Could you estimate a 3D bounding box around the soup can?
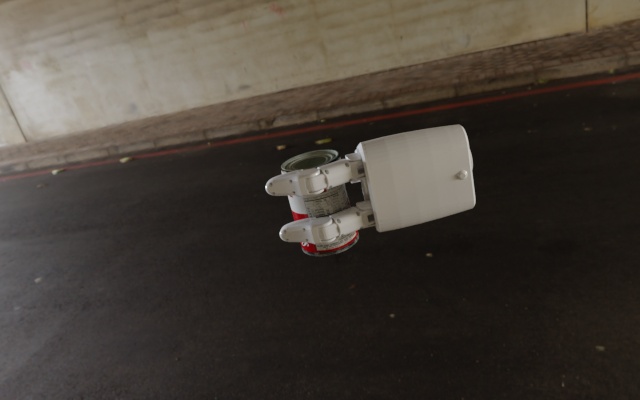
[{"bbox_3d":[0.000,0.002,0.535,0.068,0.102,0.068,-12,21,5],"label":"soup can"}]
